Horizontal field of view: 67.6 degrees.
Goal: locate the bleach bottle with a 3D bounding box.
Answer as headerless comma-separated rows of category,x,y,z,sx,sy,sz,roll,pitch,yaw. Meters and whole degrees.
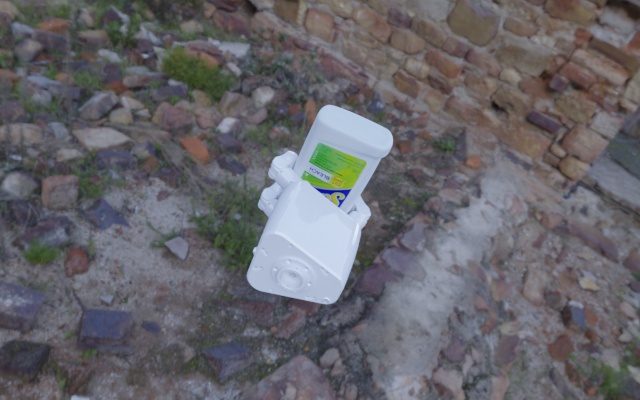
bleach bottle,0.000,0.002,0.650,0.102,0.251,0.068,24,34,0
